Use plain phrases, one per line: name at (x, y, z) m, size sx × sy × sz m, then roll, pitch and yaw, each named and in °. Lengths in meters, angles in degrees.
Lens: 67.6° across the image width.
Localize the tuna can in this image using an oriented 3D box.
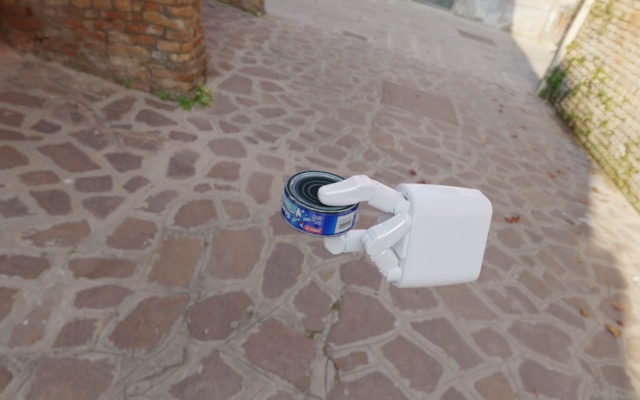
tuna can at (0.000, 0.001, 0.529) m, size 0.086 × 0.034 × 0.086 m, roll 8°, pitch 34°, yaw -5°
